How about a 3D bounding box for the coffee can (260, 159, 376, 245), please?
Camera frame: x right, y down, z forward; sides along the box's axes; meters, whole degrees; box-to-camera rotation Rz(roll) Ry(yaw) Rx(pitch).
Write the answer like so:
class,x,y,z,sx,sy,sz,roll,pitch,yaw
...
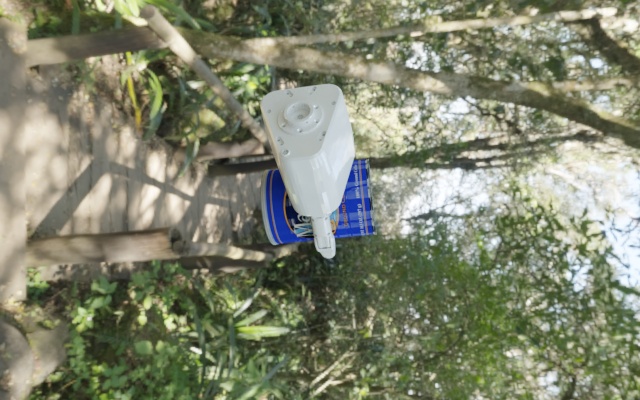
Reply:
class,x,y,z,sx,sy,sz,roll,pitch,yaw
coffee can,0.000,0.002,0.642,0.140,0.103,0.103,-6,-1,7
